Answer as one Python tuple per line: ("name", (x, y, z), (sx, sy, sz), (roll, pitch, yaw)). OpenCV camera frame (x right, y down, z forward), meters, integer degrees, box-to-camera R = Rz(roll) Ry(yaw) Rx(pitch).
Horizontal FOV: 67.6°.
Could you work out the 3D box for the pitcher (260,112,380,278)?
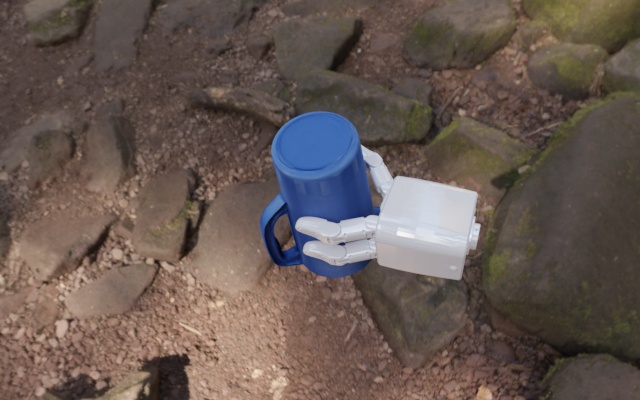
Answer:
("pitcher", (0.000, 0.002, 0.658), (0.145, 0.149, 0.243), (13, -31, 19))
